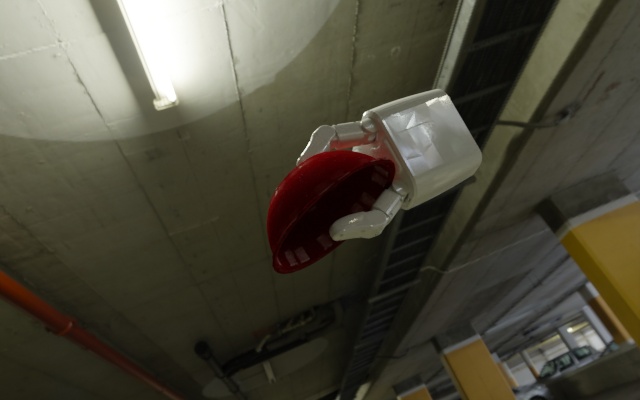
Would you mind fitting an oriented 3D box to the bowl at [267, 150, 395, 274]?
[{"bbox_3d":[-0.001,0.002,0.492,0.055,0.162,0.162,47,20,20],"label":"bowl"}]
